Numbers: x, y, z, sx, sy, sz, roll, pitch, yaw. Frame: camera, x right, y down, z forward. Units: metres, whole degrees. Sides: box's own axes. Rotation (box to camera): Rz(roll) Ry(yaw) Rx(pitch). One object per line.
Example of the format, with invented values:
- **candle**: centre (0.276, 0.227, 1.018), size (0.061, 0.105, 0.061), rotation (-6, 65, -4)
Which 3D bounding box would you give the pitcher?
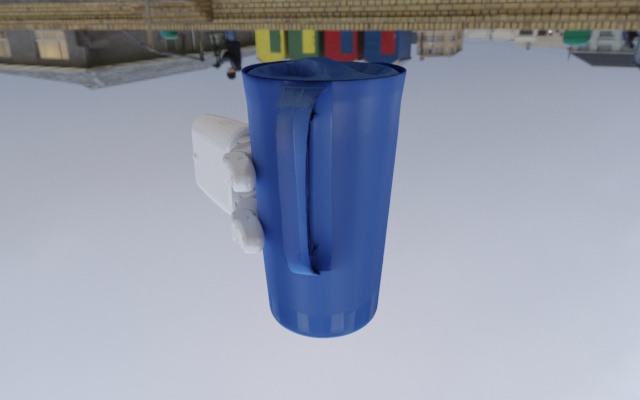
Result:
- **pitcher**: centre (0.000, 0.001, 0.423), size (0.149, 0.243, 0.145), rotation (-15, 26, -31)
